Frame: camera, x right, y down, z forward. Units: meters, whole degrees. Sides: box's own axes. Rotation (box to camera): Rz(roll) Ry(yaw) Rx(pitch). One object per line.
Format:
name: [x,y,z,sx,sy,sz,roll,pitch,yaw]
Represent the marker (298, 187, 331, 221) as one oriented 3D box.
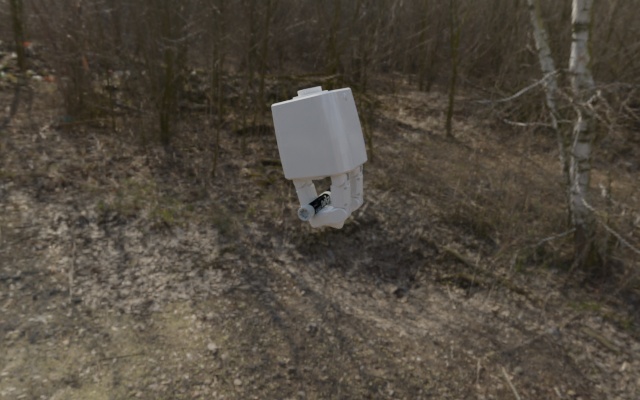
marker: [0.000,0.002,0.680,0.020,0.020,0.121,0,15,22]
